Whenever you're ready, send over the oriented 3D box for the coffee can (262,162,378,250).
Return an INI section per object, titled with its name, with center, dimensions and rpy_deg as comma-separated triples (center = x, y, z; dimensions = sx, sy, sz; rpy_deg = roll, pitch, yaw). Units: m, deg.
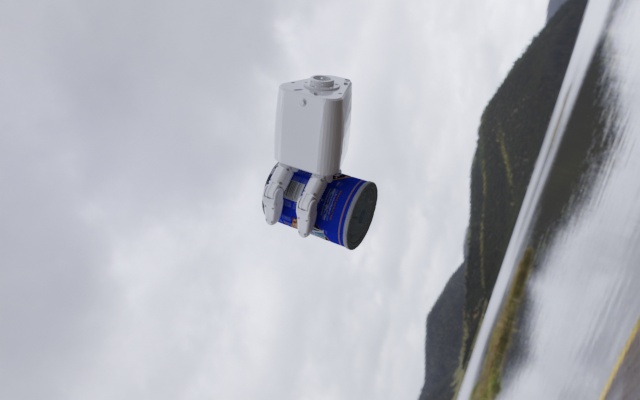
[coffee can]
center = 0.000, 0.002, 0.706
dimensions = 0.140, 0.103, 0.103
rpy_deg = 19, 7, 23
